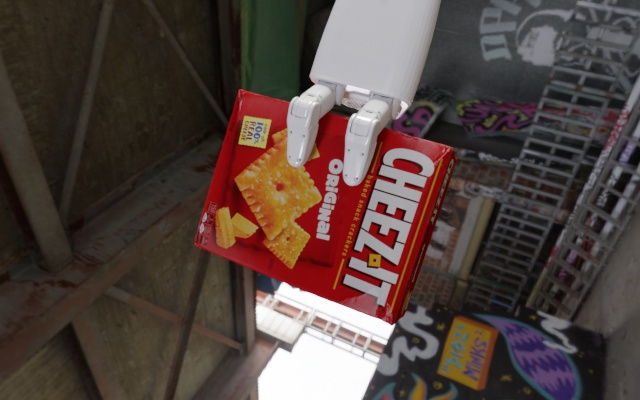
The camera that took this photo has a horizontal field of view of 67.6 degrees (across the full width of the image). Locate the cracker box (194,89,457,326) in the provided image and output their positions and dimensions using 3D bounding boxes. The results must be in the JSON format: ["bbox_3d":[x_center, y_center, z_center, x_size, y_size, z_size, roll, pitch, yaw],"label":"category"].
[{"bbox_3d":[0.000,0.001,0.460,0.213,0.164,0.072,19,3,19],"label":"cracker box"}]
